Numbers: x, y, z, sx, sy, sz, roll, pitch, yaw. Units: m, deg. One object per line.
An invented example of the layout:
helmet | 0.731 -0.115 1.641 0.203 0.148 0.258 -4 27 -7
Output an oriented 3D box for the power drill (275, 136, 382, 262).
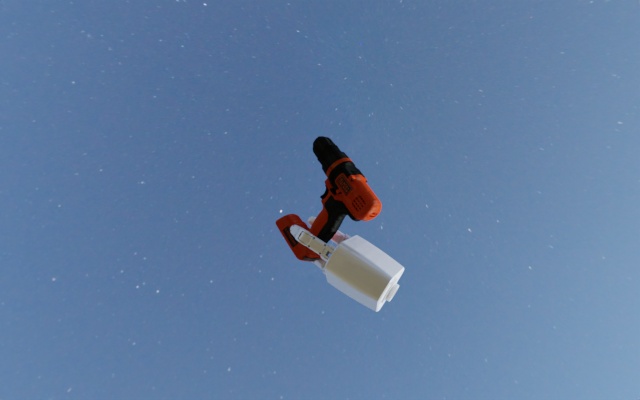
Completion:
power drill | 0.000 0.003 0.852 0.057 0.184 0.188 6 -48 -49
